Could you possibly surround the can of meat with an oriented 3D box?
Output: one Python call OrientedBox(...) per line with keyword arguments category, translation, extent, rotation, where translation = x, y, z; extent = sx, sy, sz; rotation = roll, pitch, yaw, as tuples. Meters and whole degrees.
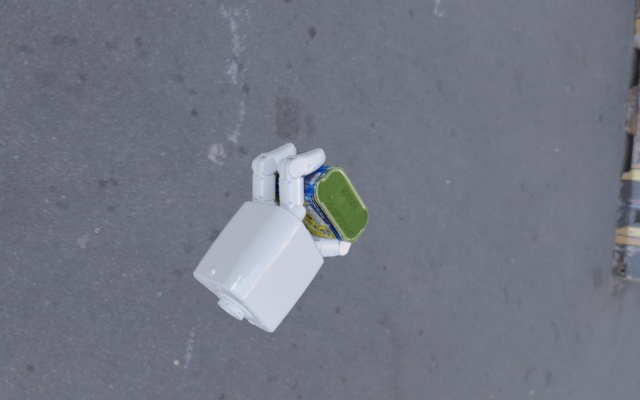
OrientedBox(category="can of meat", translation=(0.000, 0.002, 0.578), extent=(0.084, 0.057, 0.102), rotation=(9, -38, 47))
